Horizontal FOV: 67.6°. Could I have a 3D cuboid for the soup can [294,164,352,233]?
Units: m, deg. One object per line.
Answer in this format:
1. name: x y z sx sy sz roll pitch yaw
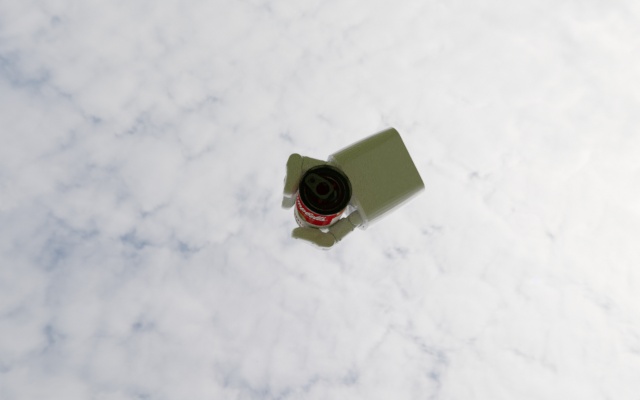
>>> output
1. soup can: 0.000 0.003 0.641 0.068 0.068 0.102 0 -18 -7
